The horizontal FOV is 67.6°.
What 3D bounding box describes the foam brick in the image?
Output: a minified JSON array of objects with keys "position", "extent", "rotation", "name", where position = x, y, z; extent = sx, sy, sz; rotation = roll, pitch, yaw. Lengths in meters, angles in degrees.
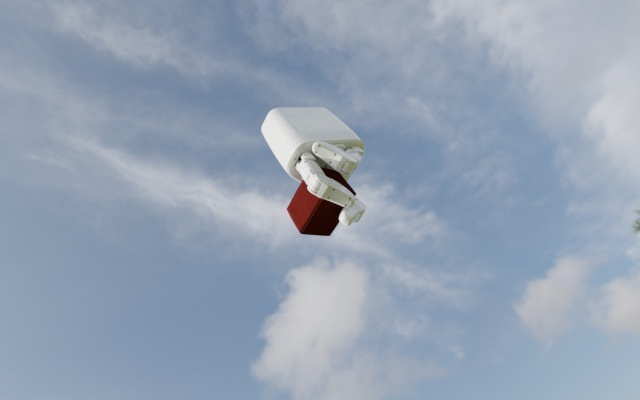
[{"position":[0.000,0.002,0.641],"extent":[0.053,0.078,0.051],"rotation":[10,31,-40],"name":"foam brick"}]
